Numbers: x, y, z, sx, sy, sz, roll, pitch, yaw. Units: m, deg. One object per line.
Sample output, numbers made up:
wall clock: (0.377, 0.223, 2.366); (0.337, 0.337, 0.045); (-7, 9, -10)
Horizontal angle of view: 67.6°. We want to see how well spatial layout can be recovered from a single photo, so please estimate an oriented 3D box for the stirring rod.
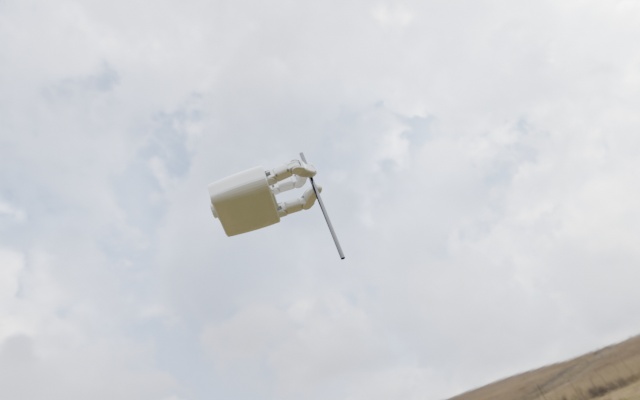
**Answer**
stirring rod: (0.000, 0.003, 0.858); (0.011, 0.239, 0.011); (-15, -34, -10)
